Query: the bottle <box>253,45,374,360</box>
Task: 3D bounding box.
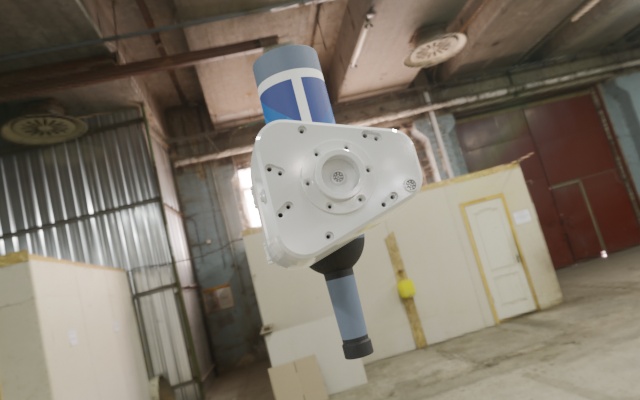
[{"bbox_3d":[0.000,0.001,0.460,0.069,0.295,0.069,-14,-8,-2],"label":"bottle"}]
